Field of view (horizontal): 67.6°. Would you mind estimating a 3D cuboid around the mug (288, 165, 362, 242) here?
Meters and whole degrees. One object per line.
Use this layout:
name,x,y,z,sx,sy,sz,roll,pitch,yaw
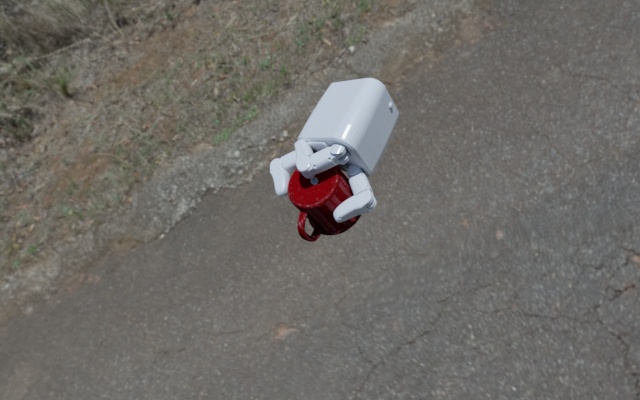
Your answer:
mug,-0.001,0.003,0.682,0.093,0.117,0.081,17,-18,35
